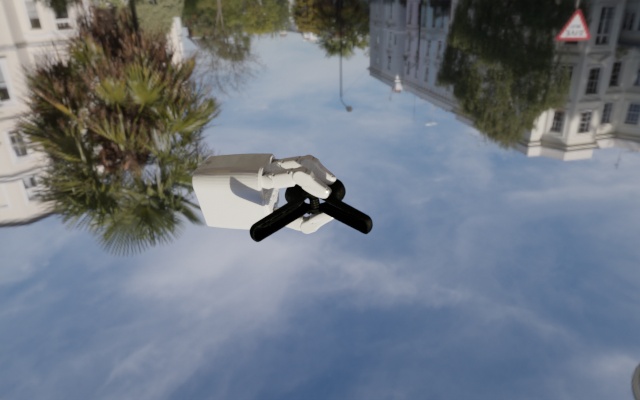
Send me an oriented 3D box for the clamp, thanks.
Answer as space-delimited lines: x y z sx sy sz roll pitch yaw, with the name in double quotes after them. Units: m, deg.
0.000 0.003 0.712 0.164 0.036 0.210 -1 25 10 "clamp"
